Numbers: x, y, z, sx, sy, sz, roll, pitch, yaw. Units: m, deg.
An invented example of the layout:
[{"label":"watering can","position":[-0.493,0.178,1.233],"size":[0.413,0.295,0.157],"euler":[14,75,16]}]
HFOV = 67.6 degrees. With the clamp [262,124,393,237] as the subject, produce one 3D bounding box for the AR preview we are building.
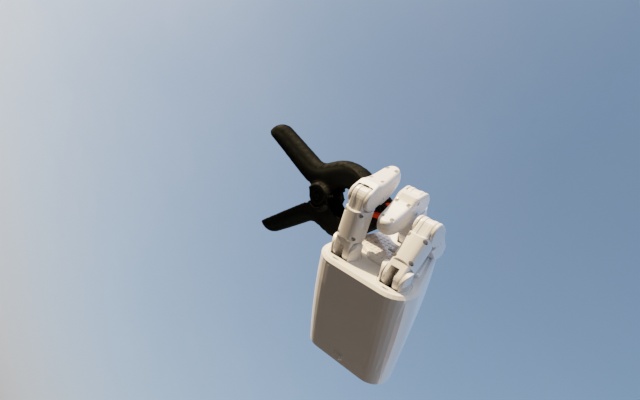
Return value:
[{"label":"clamp","position":[0.001,0.001,0.497],"size":[0.171,0.120,0.039],"euler":[30,31,35]}]
